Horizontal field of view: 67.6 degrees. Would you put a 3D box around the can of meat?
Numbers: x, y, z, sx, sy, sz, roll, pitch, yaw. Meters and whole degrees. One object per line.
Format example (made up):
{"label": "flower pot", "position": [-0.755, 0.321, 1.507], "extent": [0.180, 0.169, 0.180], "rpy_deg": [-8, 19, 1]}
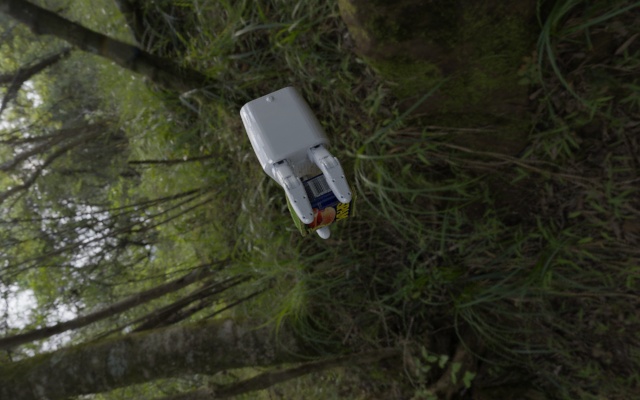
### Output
{"label": "can of meat", "position": [0.000, 0.002, 0.669], "extent": [0.084, 0.057, 0.102], "rpy_deg": [-24, -20, -8]}
